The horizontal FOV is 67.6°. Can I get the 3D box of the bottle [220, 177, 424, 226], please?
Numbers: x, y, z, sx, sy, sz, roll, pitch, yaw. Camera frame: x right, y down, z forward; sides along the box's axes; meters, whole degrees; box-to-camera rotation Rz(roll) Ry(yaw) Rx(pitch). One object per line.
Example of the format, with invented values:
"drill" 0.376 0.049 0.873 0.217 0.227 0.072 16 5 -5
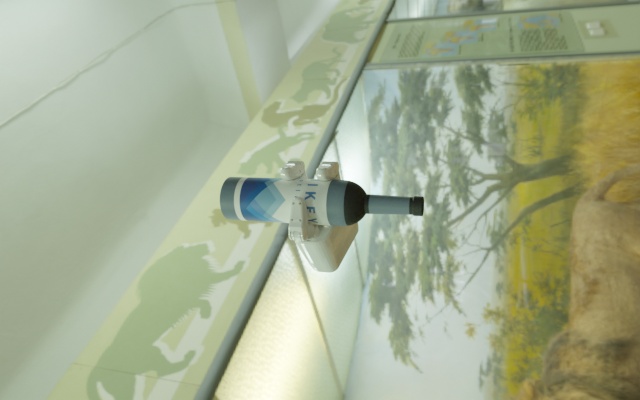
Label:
"bottle" 0.000 0.002 0.696 0.295 0.069 0.069 2 1 17
